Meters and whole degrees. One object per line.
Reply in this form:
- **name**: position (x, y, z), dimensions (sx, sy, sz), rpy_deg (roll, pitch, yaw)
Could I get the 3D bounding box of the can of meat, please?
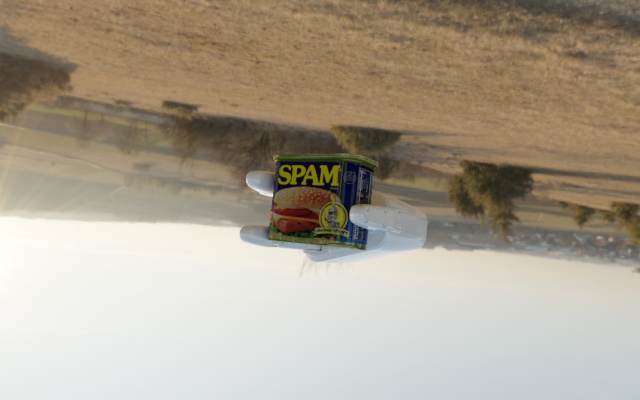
- **can of meat**: position (0.000, 0.002, 0.460), dimensions (0.102, 0.084, 0.057), rpy_deg (3, -6, 32)
